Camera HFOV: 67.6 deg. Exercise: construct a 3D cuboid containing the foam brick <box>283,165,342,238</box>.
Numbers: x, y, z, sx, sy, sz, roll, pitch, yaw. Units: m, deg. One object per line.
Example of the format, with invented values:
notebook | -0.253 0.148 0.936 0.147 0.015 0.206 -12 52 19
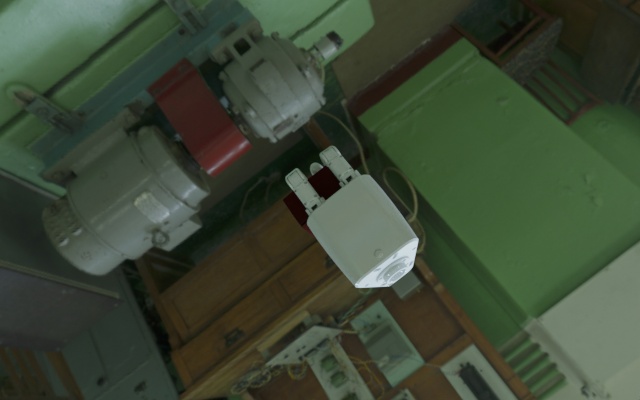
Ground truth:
foam brick | 0.000 0.002 0.640 0.078 0.051 0.053 -39 -29 4
